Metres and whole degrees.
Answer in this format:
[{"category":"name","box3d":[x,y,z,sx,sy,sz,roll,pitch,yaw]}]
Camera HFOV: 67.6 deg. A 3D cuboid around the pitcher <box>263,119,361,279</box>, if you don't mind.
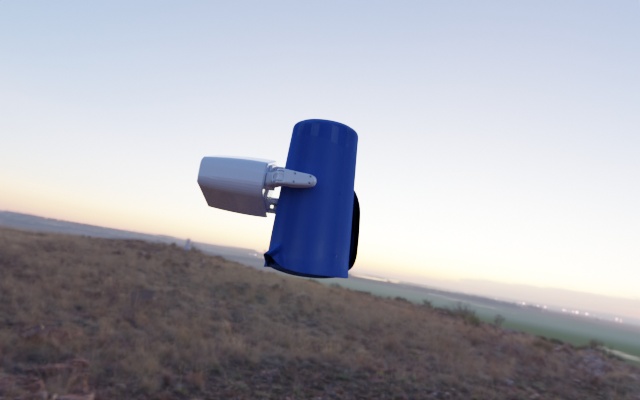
[{"category":"pitcher","box3d":[0.000,0.002,0.767,0.145,0.243,0.149,8,-7,3]}]
